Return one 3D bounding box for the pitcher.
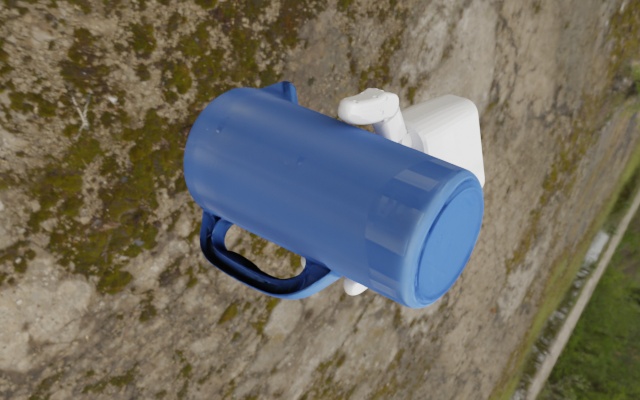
[{"bbox_3d":[0.000,0.001,0.408,0.242,0.149,0.145,25,40,37],"label":"pitcher"}]
